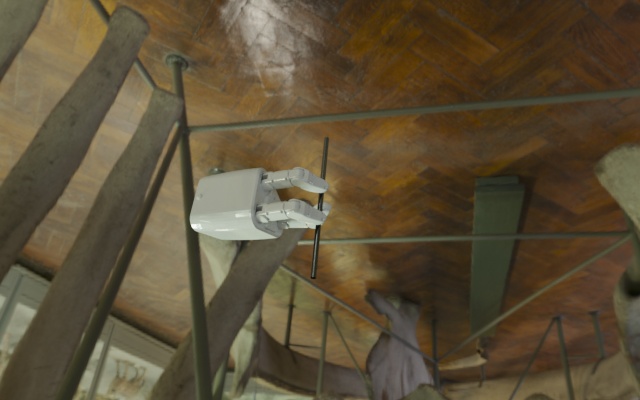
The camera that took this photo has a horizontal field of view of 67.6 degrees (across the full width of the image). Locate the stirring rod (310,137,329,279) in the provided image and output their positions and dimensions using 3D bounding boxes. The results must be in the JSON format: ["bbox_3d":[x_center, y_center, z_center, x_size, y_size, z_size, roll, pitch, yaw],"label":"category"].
[{"bbox_3d":[0.000,0.002,0.707,0.011,0.239,0.011,4,-31,2],"label":"stirring rod"}]
